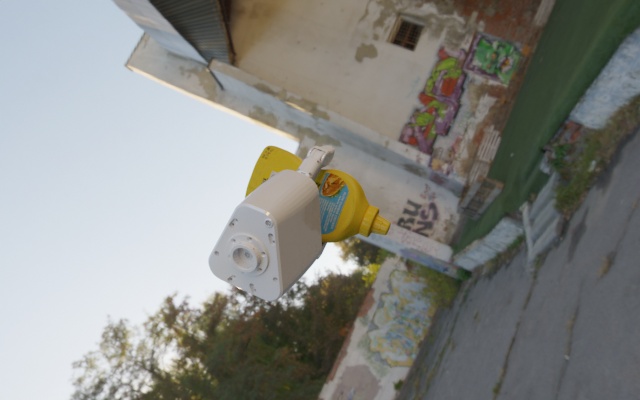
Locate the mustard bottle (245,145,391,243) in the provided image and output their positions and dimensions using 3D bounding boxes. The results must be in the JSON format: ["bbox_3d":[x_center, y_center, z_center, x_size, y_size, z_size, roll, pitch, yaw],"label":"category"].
[{"bbox_3d":[0.000,0.002,0.629,0.191,0.096,0.058,22,3,14],"label":"mustard bottle"}]
